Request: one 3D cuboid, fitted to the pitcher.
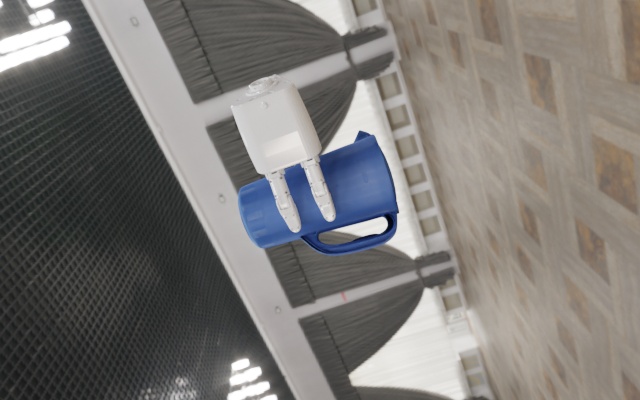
[{"bbox_3d":[0.000,0.002,0.766,0.243,0.145,0.149,-19,30,6],"label":"pitcher"}]
